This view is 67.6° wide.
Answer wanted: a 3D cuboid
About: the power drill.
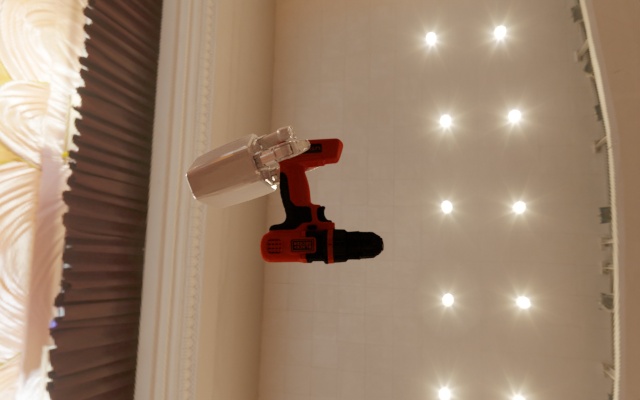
[{"bbox_3d":[0.000,0.002,0.725,0.184,0.187,0.057,-2,-12,3],"label":"power drill"}]
